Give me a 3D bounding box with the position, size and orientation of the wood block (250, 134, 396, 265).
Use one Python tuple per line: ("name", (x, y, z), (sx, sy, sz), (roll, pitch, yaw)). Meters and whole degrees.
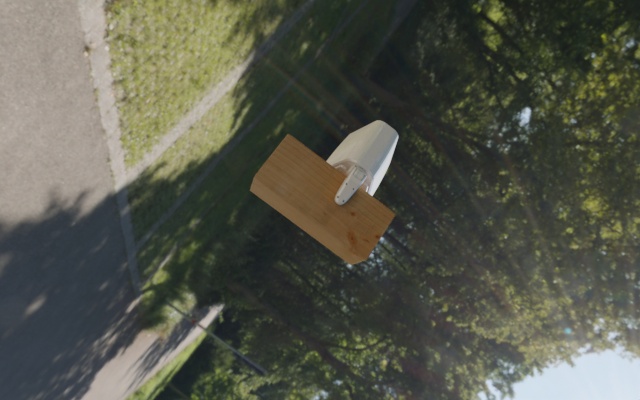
("wood block", (0.001, 0.002, 0.751), (0.206, 0.090, 0.091), (36, -18, -2))
